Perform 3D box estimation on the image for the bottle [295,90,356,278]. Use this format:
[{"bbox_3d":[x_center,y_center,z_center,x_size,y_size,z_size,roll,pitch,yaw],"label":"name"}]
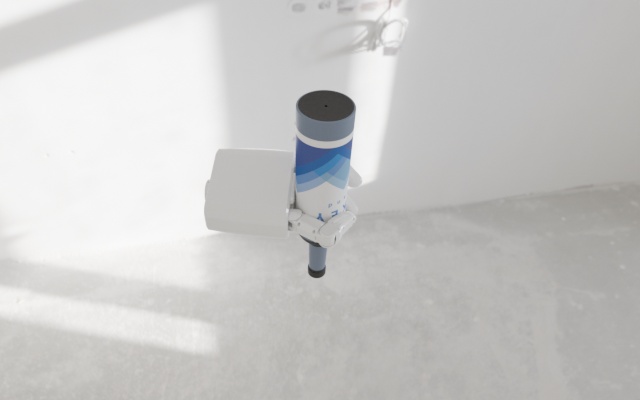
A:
[{"bbox_3d":[0.000,0.002,0.623,0.069,0.296,0.069,2,44,-2],"label":"bottle"}]
